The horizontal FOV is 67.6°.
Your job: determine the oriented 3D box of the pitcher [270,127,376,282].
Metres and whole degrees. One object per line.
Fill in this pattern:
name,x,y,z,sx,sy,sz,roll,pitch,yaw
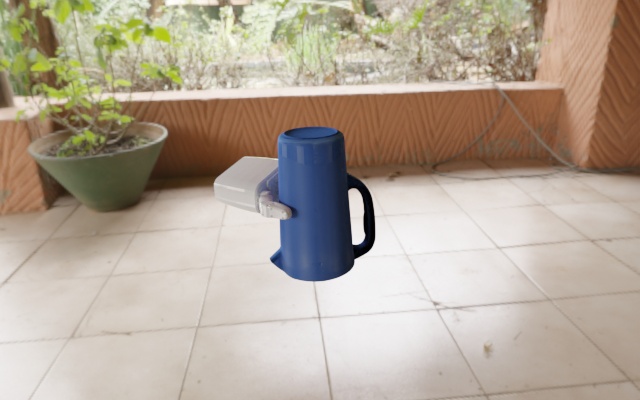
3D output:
pitcher,0.000,0.003,0.809,0.145,0.243,0.149,12,24,34
